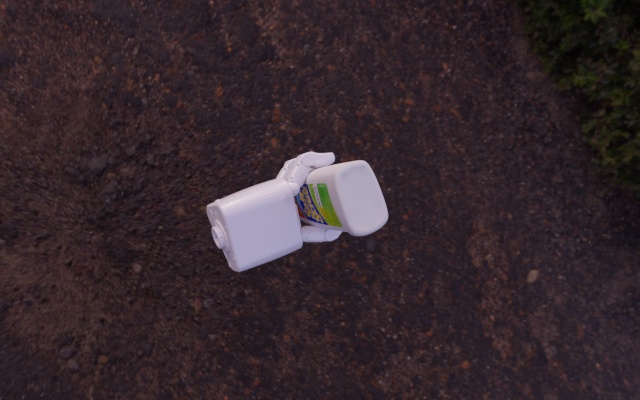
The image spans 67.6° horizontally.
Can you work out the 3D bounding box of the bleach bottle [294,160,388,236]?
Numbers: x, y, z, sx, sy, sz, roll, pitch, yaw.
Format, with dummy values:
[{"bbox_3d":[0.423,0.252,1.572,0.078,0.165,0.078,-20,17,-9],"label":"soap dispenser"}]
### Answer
[{"bbox_3d":[0.000,0.002,0.741,0.068,0.102,0.251,-23,7,-25],"label":"bleach bottle"}]
